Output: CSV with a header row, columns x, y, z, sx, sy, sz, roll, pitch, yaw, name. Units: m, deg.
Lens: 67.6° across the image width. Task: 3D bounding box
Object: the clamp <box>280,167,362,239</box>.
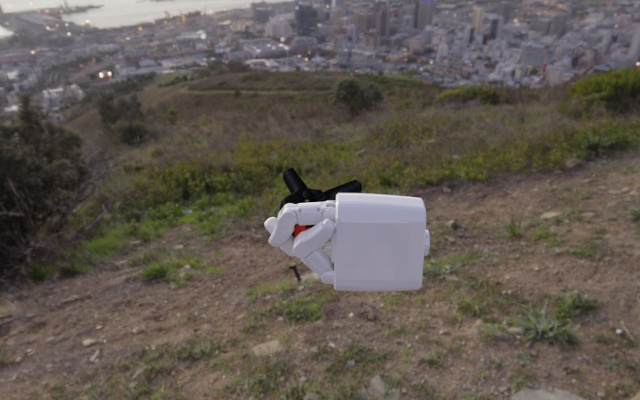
x,y,z,sx,sy,sz,roll,pitch,yaw,name
0.000,0.002,0.663,0.120,0.039,0.171,2,30,2,clamp
